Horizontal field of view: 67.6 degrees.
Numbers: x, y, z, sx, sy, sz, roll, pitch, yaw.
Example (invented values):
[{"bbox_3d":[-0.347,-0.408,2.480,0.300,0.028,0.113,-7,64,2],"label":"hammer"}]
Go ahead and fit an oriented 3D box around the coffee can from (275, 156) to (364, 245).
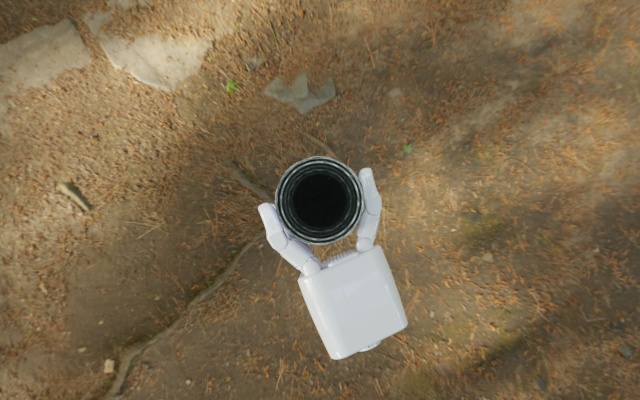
[{"bbox_3d":[0.000,0.002,0.611,0.103,0.103,0.140,0,-1,1],"label":"coffee can"}]
